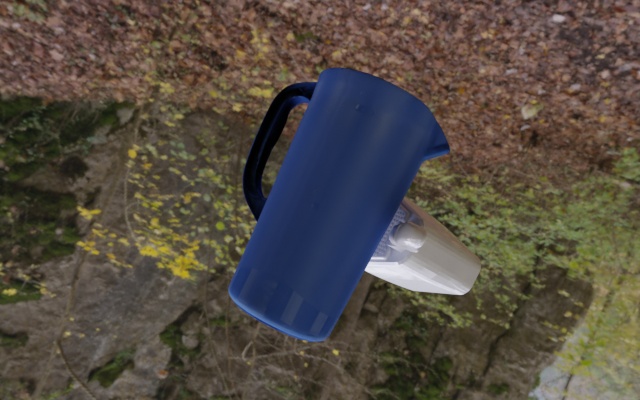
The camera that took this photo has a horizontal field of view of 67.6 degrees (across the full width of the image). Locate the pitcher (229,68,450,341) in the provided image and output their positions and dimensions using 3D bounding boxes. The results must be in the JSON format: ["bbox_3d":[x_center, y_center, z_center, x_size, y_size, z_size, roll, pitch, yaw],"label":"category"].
[{"bbox_3d":[0.000,0.002,0.473,0.145,0.243,0.149,29,-5,-27],"label":"pitcher"}]
